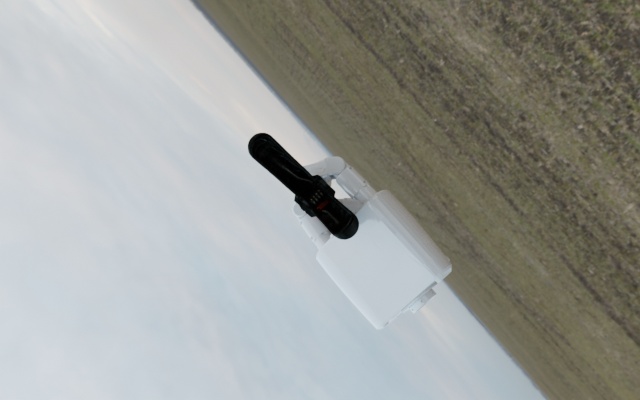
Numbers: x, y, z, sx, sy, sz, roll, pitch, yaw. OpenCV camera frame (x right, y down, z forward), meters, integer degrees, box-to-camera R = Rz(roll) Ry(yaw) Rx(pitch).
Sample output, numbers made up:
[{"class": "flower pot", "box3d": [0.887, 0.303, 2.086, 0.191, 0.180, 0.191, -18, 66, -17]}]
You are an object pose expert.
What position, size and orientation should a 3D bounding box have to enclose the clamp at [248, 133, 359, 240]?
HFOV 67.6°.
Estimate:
[{"class": "clamp", "box3d": [0.000, 0.002, 0.463, 0.039, 0.120, 0.171, -42, -19, 4]}]
